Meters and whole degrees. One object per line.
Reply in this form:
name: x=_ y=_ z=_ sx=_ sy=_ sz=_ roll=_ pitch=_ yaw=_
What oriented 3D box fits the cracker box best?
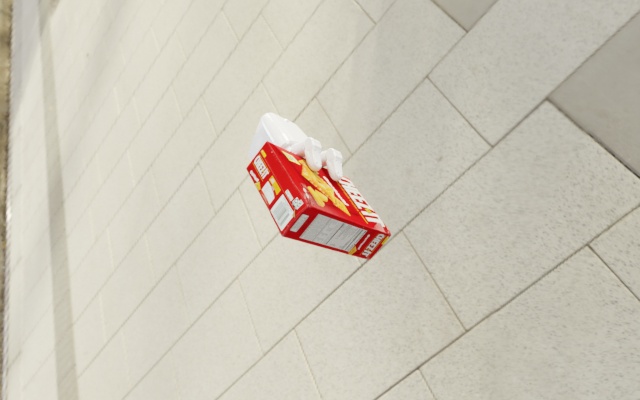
cracker box: x=0.000 y=0.003 z=0.796 sx=0.214 sy=0.072 sz=0.164 roll=20 pitch=28 yaw=-44
